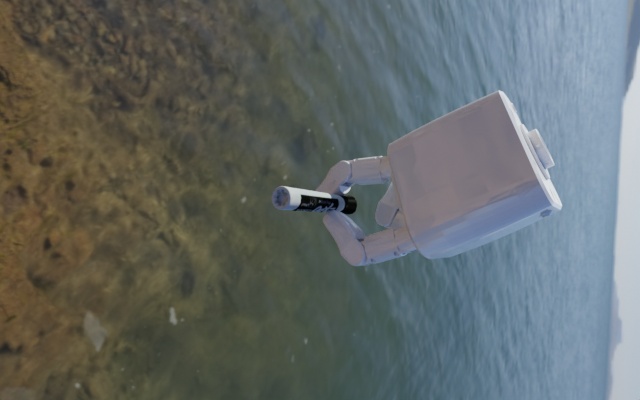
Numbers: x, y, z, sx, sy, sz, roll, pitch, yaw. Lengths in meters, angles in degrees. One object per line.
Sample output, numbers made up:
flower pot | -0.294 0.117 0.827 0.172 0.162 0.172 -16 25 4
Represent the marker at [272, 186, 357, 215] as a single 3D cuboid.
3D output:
marker | 0.000 0.001 0.427 0.020 0.020 0.121 0 -4 31
